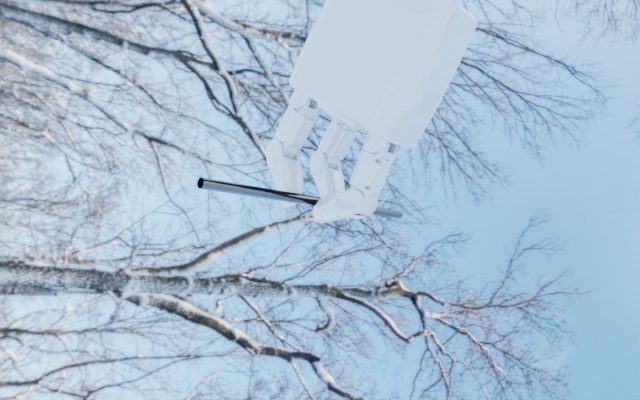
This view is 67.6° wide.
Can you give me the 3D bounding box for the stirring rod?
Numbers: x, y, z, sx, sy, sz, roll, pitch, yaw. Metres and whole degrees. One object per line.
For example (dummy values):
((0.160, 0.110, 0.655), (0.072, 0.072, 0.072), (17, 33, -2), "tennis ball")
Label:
((0.000, 0.001, 0.415), (0.011, 0.011, 0.239), (0, -6, 44), "stirring rod")
